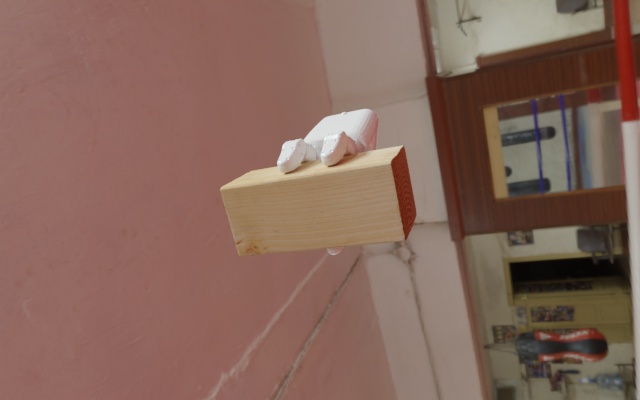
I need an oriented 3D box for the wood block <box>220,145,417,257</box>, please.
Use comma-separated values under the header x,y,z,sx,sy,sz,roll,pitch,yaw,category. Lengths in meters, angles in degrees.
x,y,z,sx,sy,sz,roll,pitch,yaw,category
0.000,0.002,0.571,0.206,0.091,0.090,-8,15,22,wood block
